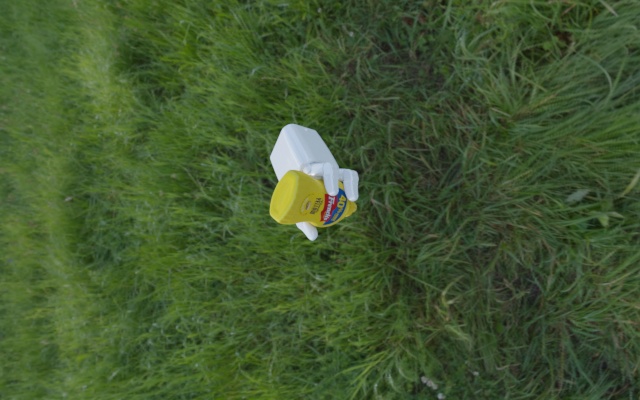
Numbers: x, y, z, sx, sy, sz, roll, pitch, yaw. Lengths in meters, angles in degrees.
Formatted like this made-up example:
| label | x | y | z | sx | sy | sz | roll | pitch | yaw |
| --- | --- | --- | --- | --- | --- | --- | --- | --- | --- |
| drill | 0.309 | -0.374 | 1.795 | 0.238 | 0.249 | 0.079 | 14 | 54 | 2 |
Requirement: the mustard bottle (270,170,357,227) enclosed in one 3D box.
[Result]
| label | x | y | z | sx | sy | sz | roll | pitch | yaw |
| --- | --- | --- | --- | --- | --- | --- | --- | --- | --- |
| mustard bottle | 0.000 | 0.003 | 0.896 | 0.191 | 0.096 | 0.058 | 9 | 20 | -45 |
